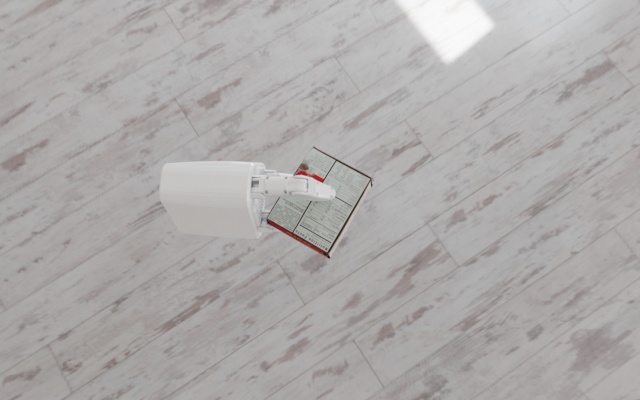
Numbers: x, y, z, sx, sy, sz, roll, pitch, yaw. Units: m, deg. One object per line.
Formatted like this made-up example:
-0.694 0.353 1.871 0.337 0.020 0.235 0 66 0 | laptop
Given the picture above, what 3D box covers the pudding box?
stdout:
0.000 0.002 0.591 0.090 0.113 0.039 30 -9 10 | pudding box
